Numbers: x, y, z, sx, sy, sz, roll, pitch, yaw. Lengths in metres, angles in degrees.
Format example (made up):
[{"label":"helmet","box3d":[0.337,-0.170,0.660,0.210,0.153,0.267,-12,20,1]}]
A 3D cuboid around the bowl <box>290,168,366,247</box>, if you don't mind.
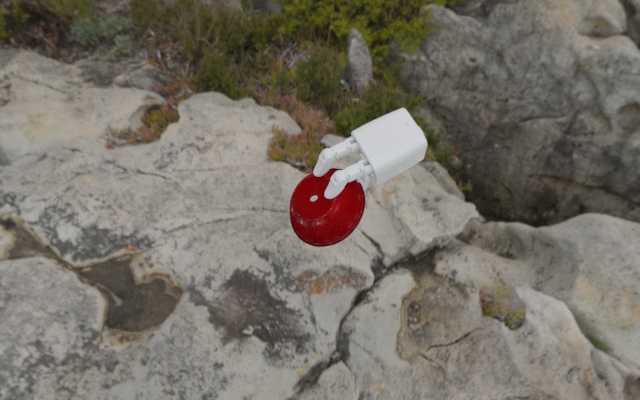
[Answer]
[{"label":"bowl","box3d":[-0.001,0.004,0.899,0.162,0.162,0.055,0,-20,28]}]
